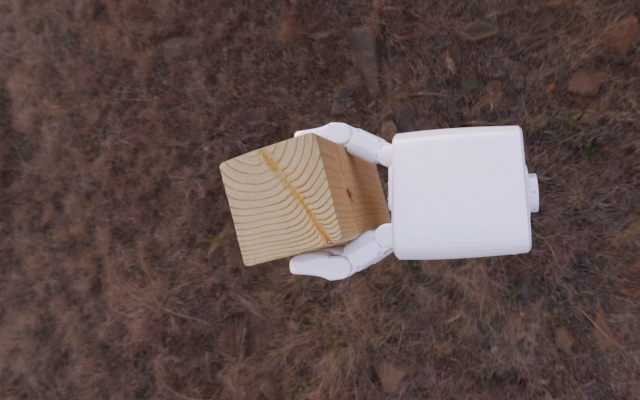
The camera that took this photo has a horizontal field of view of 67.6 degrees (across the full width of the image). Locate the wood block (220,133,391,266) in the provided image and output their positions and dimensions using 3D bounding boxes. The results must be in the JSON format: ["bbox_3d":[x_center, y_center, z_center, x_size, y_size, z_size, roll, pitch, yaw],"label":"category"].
[{"bbox_3d":[0.000,0.001,0.476,0.090,0.091,0.206,-17,-7,18],"label":"wood block"}]
